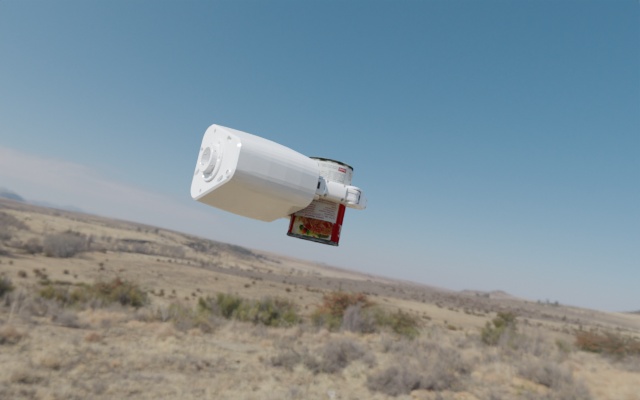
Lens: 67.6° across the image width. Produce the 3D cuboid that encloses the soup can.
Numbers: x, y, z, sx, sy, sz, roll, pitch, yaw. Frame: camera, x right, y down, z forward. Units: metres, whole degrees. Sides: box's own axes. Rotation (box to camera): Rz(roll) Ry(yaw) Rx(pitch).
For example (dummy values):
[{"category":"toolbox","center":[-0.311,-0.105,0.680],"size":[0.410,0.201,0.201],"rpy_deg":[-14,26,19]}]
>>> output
[{"category":"soup can","center":[0.001,0.002,0.610],"size":[0.068,0.102,0.068],"rpy_deg":[12,-7,1]}]
